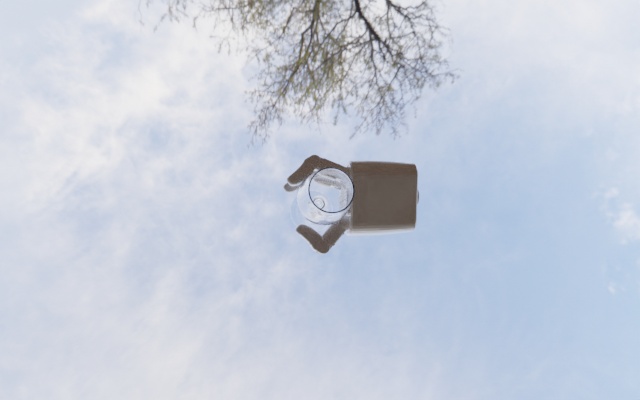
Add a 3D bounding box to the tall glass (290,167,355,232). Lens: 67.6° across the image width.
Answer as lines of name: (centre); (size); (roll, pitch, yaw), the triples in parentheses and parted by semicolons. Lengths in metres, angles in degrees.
tall glass: (0.000, 0.003, 0.718); (0.079, 0.079, 0.201); (0, -9, -8)
